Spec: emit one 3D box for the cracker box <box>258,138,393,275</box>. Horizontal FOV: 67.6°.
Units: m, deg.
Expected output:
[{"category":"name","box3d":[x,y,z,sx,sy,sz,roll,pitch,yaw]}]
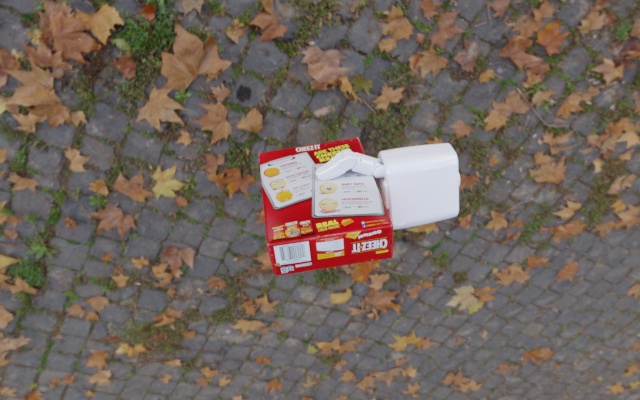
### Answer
[{"category":"cracker box","box3d":[0.000,0.002,0.697,0.164,0.072,0.213,-9,39,-4]}]
